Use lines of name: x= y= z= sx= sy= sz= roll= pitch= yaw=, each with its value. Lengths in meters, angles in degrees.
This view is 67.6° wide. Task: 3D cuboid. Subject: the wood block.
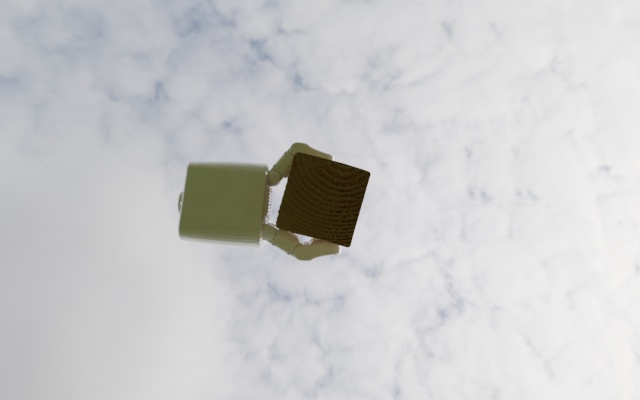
wood block: x=0.000 y=0.002 z=0.630 sx=0.090 sy=0.091 sz=0.206 roll=15 pitch=-2 yaw=-1
